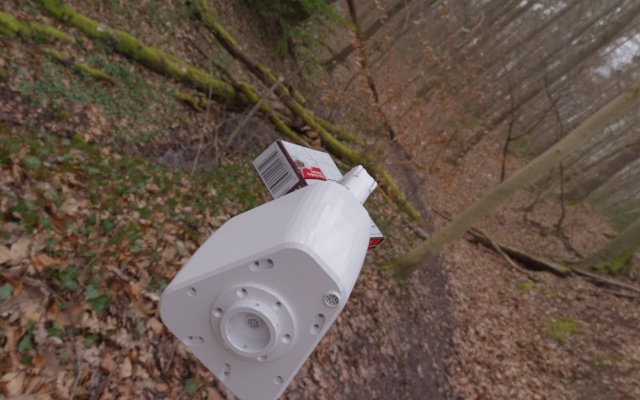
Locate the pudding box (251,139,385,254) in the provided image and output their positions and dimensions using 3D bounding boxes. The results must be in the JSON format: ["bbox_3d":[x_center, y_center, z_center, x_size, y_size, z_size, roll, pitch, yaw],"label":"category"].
[{"bbox_3d":[0.000,0.001,0.437,0.039,0.113,0.090,-39,-21,22],"label":"pudding box"}]
